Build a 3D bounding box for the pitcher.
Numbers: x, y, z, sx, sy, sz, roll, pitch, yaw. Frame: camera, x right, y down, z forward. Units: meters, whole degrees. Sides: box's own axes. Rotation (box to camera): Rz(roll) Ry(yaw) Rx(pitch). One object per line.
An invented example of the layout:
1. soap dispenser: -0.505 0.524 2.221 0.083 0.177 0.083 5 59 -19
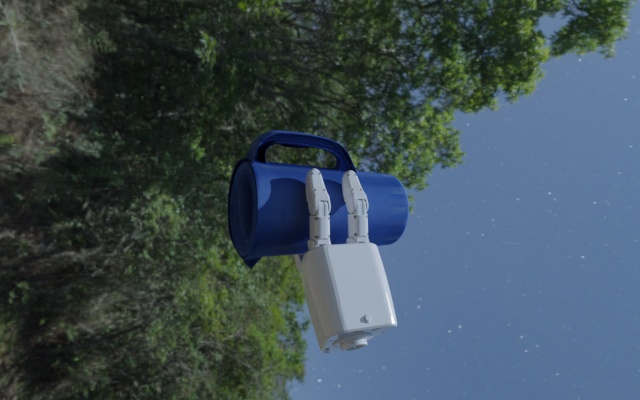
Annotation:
1. pitcher: 0.000 0.002 0.670 0.243 0.145 0.149 0 -31 -26
